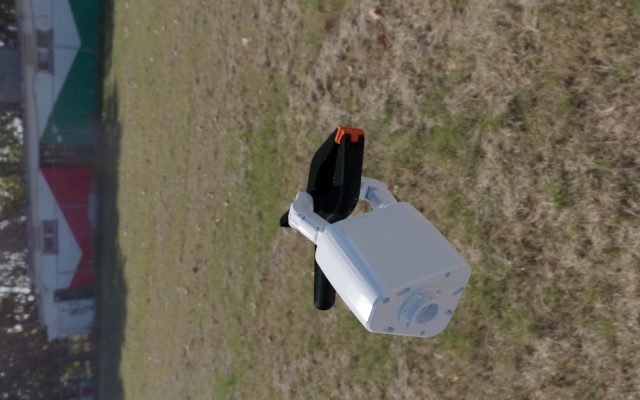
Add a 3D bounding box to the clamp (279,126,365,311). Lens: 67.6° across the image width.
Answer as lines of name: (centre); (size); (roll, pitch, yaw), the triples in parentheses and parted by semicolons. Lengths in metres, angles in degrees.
clamp: (0.000, 0.002, 0.574); (0.036, 0.210, 0.164); (0, 30, -27)
